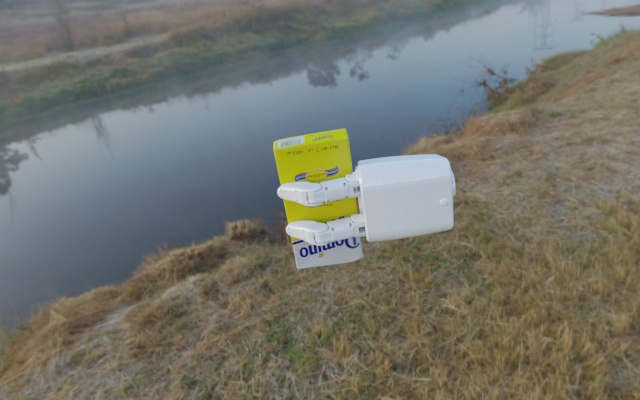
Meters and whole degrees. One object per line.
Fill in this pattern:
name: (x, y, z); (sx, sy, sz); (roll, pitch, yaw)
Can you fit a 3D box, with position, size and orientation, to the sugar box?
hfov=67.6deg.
sugar box: (0.000, 0.002, 0.619); (0.093, 0.176, 0.048); (-9, 24, 2)
